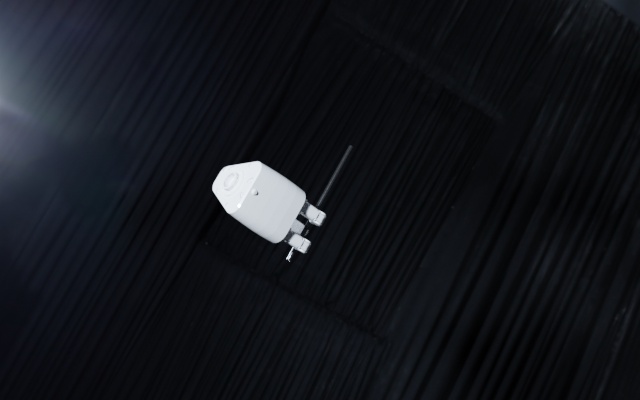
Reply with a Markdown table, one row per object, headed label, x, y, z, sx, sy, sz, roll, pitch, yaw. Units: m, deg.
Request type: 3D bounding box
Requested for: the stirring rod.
| label | x | y | z | sx | sy | sz | roll | pitch | yaw |
| --- | --- | --- | --- | --- | --- | --- | --- | --- | --- |
| stirring rod | 0.000 | 0.003 | 0.873 | 0.011 | 0.239 | 0.011 | 28 | -9 | 5 |
